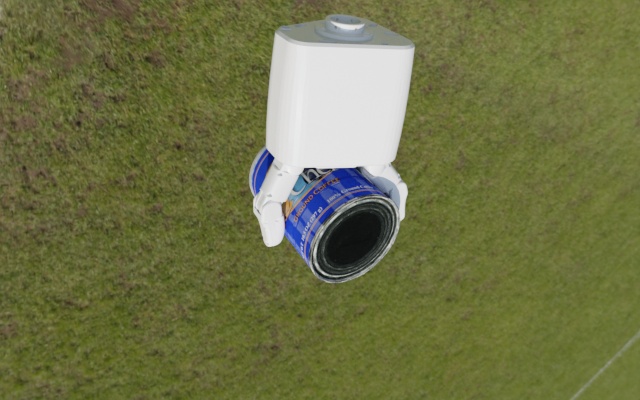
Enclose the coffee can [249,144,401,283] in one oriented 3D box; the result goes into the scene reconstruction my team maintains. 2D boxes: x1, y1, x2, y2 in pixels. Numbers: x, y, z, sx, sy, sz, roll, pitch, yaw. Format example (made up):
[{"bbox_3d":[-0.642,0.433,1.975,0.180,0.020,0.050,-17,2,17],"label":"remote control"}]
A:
[{"bbox_3d":[0.000,0.002,0.498,0.103,0.103,0.140,0,32,-36],"label":"coffee can"}]
